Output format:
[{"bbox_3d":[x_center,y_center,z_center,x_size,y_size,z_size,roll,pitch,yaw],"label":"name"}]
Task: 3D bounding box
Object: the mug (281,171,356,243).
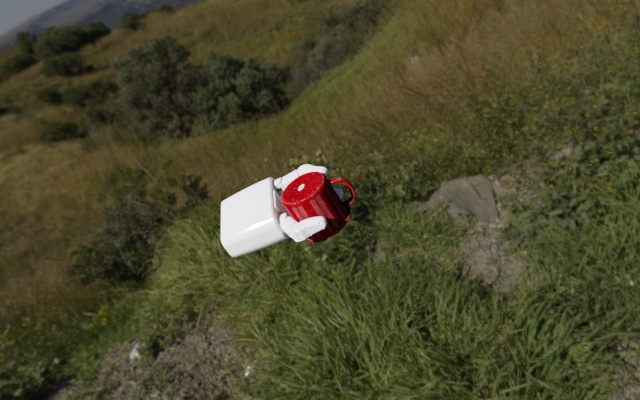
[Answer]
[{"bbox_3d":[0.001,0.002,0.772,0.117,0.081,0.093,-25,32,13],"label":"mug"}]
